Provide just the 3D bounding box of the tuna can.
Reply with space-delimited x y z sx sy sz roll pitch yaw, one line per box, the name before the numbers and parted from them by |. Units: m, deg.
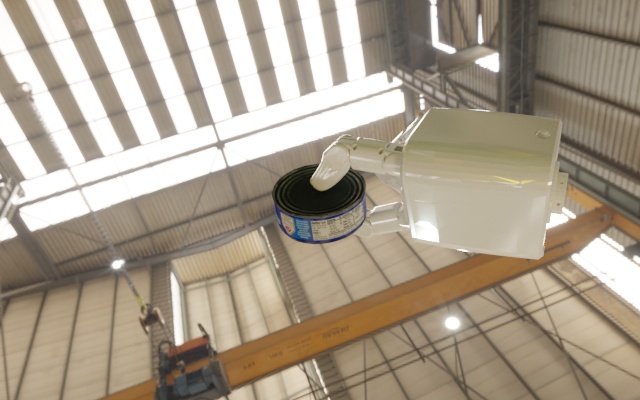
tuna can | 0.000 0.002 0.443 0.086 0.034 0.086 -5 35 3
